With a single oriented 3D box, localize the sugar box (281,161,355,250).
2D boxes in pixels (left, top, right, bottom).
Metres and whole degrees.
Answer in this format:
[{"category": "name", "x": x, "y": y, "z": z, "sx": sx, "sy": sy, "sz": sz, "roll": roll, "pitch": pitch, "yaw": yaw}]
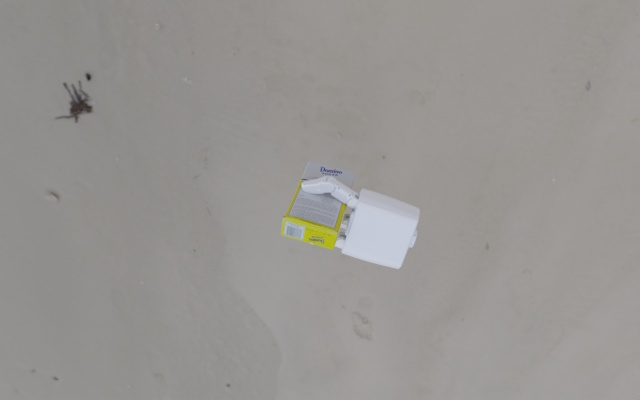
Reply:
[{"category": "sugar box", "x": 0.000, "y": 0.003, "z": 0.835, "sx": 0.093, "sy": 0.048, "sz": 0.176, "roll": 16, "pitch": 36, "yaw": 4}]
